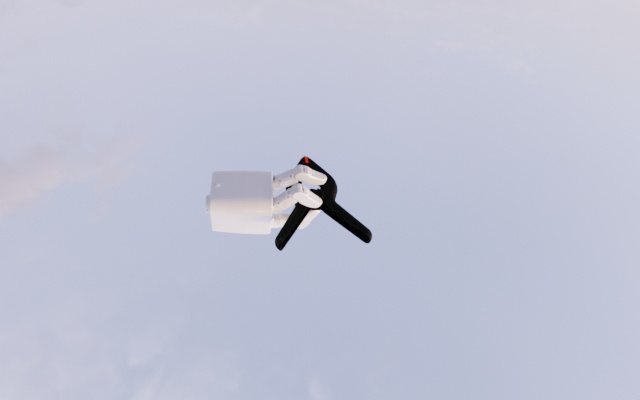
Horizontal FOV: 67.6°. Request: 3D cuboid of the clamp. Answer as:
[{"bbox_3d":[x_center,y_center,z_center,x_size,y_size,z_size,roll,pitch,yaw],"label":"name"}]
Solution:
[{"bbox_3d":[0.000,0.003,0.849,0.164,0.209,0.036,2,-43,-9],"label":"clamp"}]
